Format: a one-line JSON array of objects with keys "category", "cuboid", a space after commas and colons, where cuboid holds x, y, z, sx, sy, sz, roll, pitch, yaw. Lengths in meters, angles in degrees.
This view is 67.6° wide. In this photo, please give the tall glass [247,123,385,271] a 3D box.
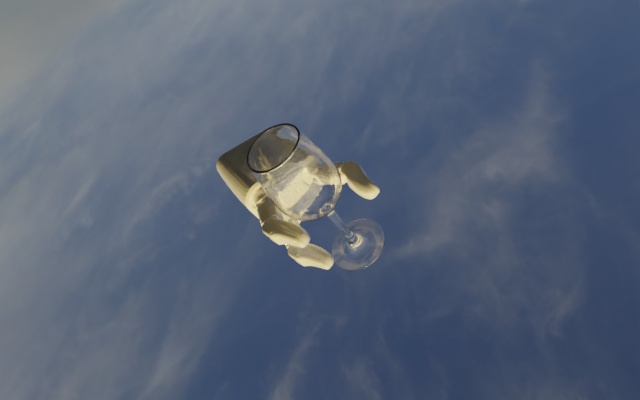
[{"category": "tall glass", "cuboid": [0.001, 0.002, 0.536, 0.079, 0.079, 0.201, 0, -33, 34]}]
